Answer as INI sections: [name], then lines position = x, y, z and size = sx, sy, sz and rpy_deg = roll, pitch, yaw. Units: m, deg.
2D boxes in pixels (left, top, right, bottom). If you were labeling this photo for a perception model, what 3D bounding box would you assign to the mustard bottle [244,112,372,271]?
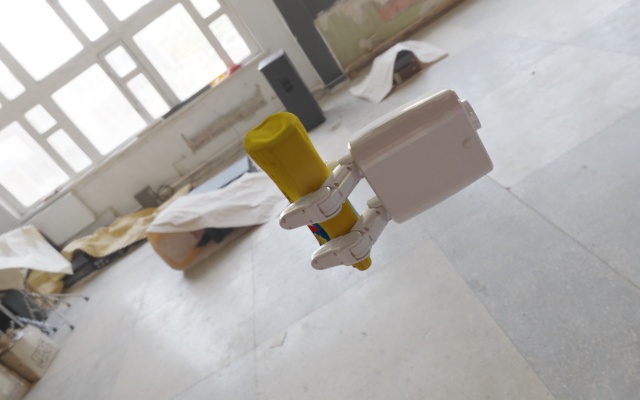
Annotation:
[mustard bottle]
position = 0.000, 0.002, 0.493
size = 0.058, 0.192, 0.096
rpy_deg = -40, 25, -8
